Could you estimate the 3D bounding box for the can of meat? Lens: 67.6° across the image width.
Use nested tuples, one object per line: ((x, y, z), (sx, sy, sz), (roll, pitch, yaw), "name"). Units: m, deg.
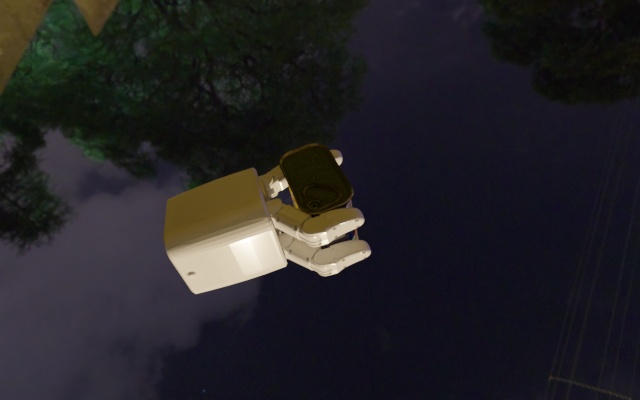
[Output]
((0.000, 0.002, 0.524), (0.057, 0.084, 0.102), (-21, 47, -8), "can of meat")
